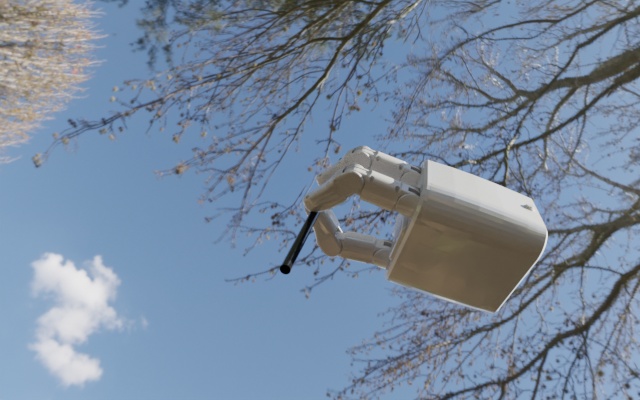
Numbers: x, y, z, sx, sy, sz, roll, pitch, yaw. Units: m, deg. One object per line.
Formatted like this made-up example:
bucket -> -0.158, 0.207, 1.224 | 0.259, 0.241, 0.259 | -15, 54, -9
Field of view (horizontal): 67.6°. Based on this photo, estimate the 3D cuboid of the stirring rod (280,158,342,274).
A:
stirring rod -> 0.000, 0.002, 0.440 | 0.011, 0.011, 0.239 | 0, 23, 13
